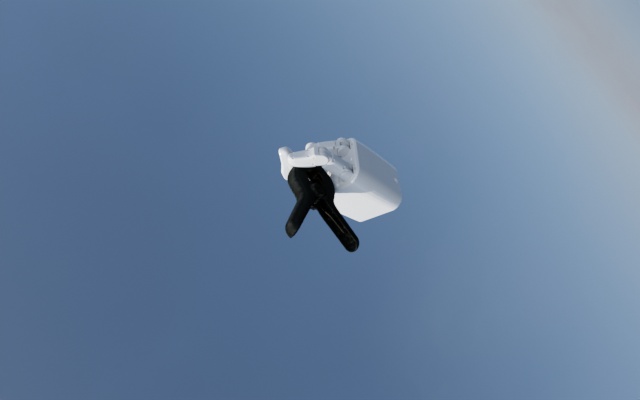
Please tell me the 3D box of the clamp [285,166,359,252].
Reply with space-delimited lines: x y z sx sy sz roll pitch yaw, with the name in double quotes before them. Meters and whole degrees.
"clamp" 0.000 0.002 0.704 0.120 0.171 0.039 28 -50 -31
